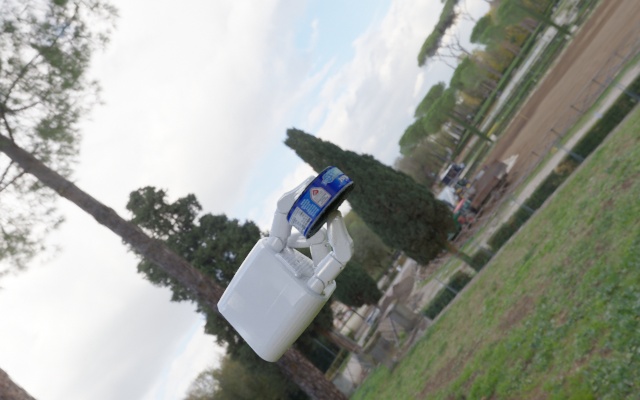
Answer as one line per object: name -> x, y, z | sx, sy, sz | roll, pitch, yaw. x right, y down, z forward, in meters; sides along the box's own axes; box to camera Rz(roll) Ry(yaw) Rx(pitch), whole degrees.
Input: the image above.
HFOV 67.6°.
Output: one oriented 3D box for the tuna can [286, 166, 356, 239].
tuna can -> 0.000, 0.001, 0.549 | 0.034, 0.086, 0.086 | 41, 7, 9
